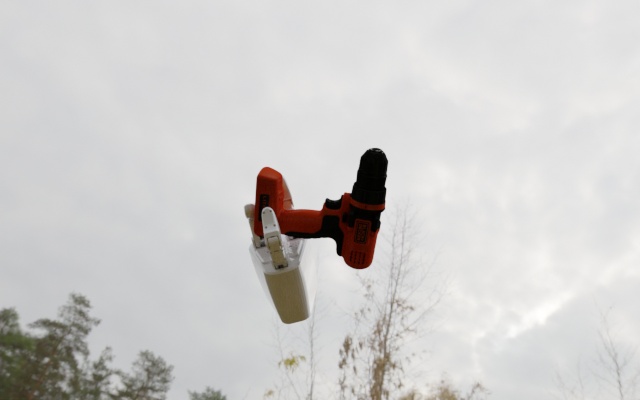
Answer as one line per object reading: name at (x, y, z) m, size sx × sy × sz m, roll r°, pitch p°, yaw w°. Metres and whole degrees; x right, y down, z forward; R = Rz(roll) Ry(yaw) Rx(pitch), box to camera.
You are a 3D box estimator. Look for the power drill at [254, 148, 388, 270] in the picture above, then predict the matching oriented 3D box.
power drill at (0.000, 0.002, 0.697) m, size 0.187 × 0.184 × 0.057 m, roll 11°, pitch 19°, yaw 9°
